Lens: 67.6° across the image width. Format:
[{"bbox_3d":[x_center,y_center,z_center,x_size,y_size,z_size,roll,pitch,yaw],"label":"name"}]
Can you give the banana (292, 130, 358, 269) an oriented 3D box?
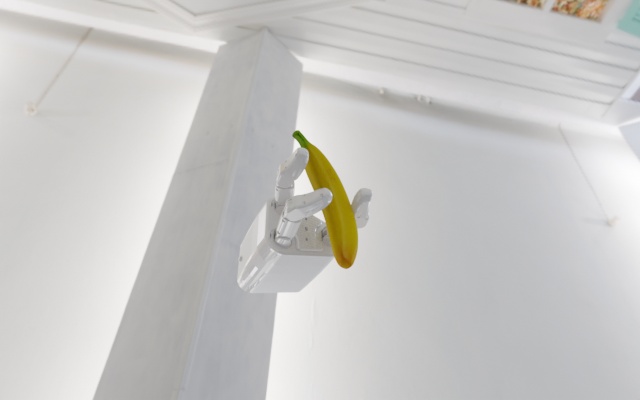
[{"bbox_3d":[0.010,0.003,0.602,0.037,0.197,0.069,-37,-31,26],"label":"banana"}]
